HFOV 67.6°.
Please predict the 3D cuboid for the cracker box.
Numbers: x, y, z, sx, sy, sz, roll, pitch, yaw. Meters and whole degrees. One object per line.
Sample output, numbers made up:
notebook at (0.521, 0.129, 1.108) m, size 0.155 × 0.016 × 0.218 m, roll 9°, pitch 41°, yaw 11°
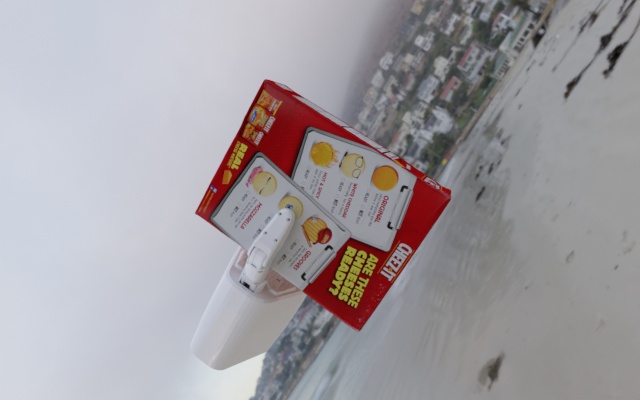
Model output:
cracker box at (0.000, 0.002, 0.496) m, size 0.213 × 0.164 × 0.072 m, roll 34°, pitch 16°, yaw 9°
